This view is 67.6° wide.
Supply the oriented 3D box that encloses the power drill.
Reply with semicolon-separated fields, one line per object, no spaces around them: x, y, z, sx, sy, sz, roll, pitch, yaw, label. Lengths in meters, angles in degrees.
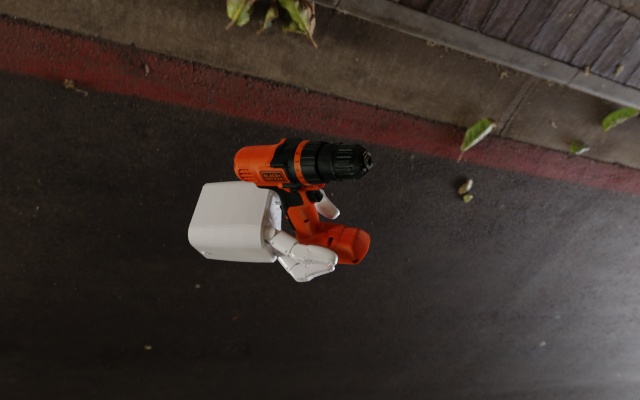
0.000;0.002;0.608;0.184;0.188;0.057;3;46;33;power drill
